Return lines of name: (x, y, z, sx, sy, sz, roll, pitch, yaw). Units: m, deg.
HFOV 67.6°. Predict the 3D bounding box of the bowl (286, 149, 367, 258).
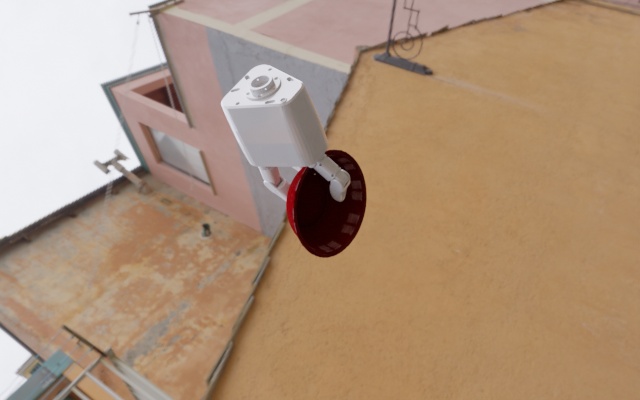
bowl: (0.000, 0.003, 0.726, 0.055, 0.162, 0.162, 9, 6, 43)
